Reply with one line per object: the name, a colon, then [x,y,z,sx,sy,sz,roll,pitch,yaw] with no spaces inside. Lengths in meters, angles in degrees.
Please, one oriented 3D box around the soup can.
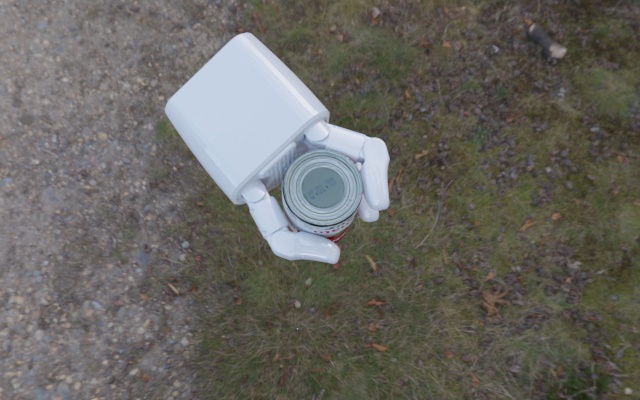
soup can: [0.000,0.002,0.433,0.068,0.068,0.102,0,-15,-3]
